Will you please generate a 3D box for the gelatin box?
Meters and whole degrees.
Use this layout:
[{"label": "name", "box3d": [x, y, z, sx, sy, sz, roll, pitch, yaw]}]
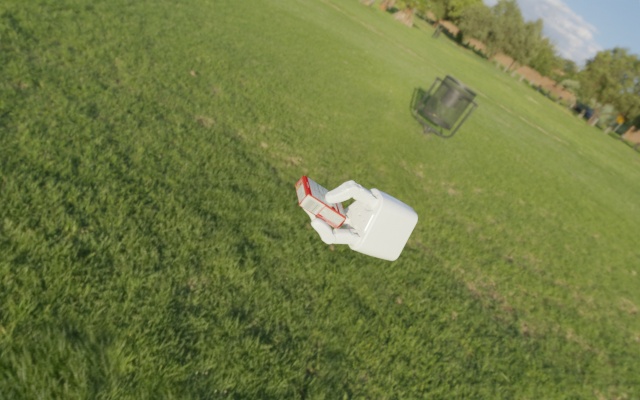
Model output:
[{"label": "gelatin box", "box3d": [0.000, 0.002, 0.845, 0.089, 0.030, 0.073, 33, 21, -25]}]
